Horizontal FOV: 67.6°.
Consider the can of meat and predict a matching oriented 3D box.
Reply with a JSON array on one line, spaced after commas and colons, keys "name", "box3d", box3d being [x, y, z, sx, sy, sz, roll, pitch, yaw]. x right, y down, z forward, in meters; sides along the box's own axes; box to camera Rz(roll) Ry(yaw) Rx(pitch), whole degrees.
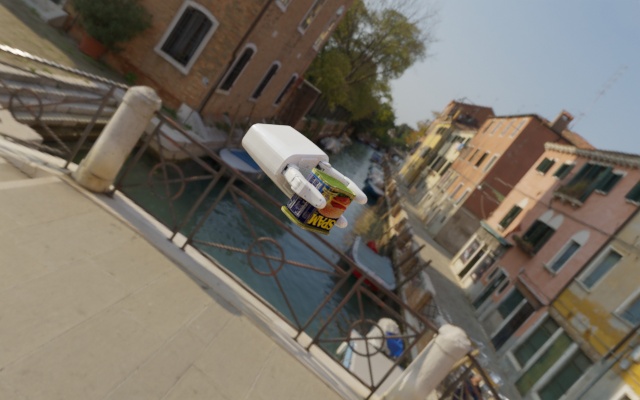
[{"name": "can of meat", "box3d": [0.000, 0.002, 0.777, 0.057, 0.084, 0.102, 44, 13, 33]}]
